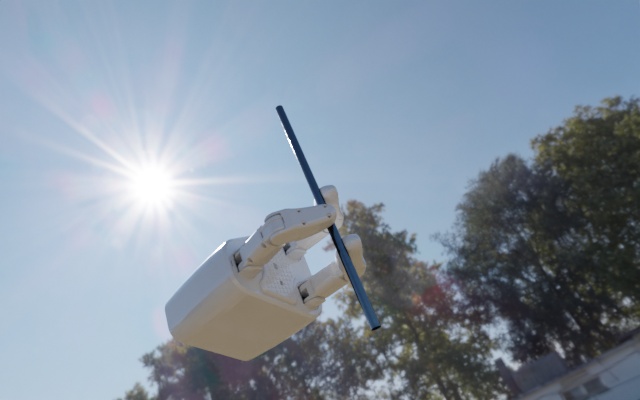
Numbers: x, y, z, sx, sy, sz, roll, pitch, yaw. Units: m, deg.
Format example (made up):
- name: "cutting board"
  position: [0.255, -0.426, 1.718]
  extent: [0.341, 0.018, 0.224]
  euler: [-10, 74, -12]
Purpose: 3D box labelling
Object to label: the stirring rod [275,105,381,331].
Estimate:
- name: "stirring rod"
  position: [0.000, 0.001, 0.419]
  extent: [0.011, 0.239, 0.011]
  euler: [-17, -31, -11]
